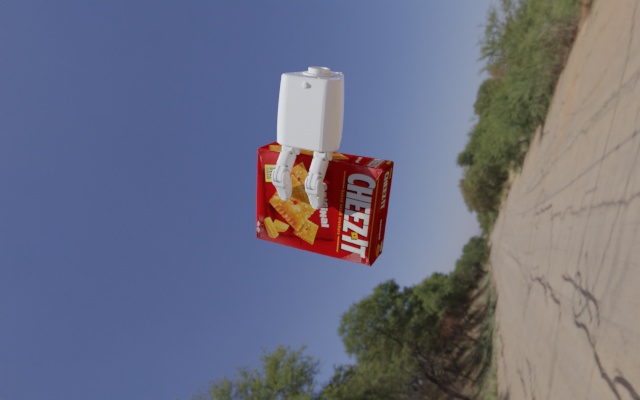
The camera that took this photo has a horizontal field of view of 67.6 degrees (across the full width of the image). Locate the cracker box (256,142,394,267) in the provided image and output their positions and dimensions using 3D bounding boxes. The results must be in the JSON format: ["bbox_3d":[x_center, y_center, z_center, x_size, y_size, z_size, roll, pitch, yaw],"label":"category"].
[{"bbox_3d":[0.000,0.002,0.787,0.213,0.164,0.072,12,21,20],"label":"cracker box"}]
